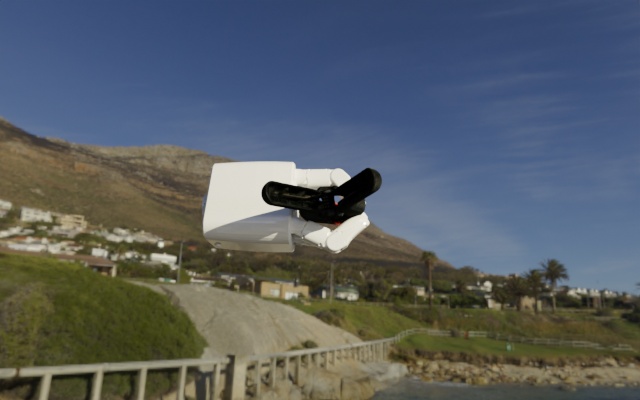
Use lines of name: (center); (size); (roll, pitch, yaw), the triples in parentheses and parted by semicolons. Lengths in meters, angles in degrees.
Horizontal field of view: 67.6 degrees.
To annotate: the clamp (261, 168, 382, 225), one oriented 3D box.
clamp: (0.000, 0.001, 0.539); (0.120, 0.039, 0.171); (0, -16, 0)
